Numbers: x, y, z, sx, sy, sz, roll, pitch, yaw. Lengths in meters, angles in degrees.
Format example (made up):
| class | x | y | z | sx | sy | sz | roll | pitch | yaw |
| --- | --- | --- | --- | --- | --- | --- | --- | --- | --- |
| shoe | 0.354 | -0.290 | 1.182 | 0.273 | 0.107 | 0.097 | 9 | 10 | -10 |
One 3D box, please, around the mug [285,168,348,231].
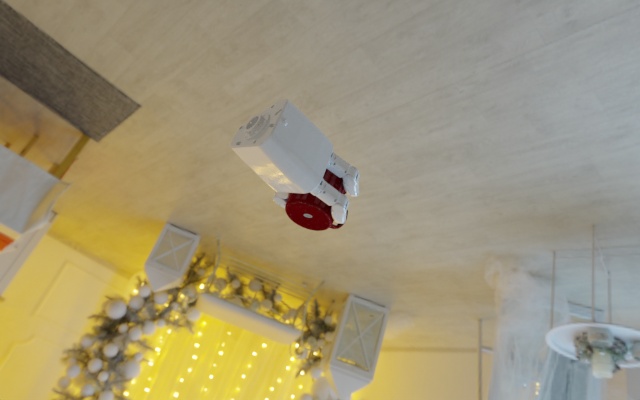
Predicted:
| class | x | y | z | sx | sy | sz | roll | pitch | yaw |
| --- | --- | --- | --- | --- | --- | --- | --- | --- | --- |
| mug | 0.001 | 0.004 | 0.785 | 0.093 | 0.081 | 0.117 | -15 | -47 | 44 |
